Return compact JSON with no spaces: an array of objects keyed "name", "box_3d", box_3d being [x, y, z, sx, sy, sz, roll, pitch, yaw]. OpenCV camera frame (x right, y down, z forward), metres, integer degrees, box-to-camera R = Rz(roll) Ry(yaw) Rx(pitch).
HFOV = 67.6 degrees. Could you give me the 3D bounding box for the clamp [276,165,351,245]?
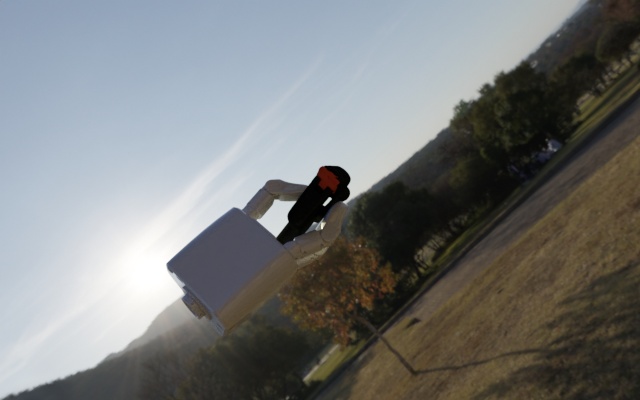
[{"name":"clamp","box_3d":[-0.001,0.001,0.610,0.164,0.036,0.210,-43,-8,-25]}]
